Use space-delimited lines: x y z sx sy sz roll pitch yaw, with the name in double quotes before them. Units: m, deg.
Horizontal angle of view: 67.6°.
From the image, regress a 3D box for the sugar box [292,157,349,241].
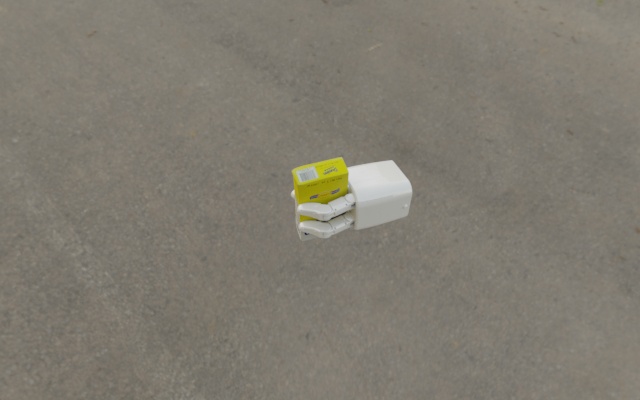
"sugar box" 0.000 0.003 0.878 0.093 0.048 0.176 -14 -39 -10
